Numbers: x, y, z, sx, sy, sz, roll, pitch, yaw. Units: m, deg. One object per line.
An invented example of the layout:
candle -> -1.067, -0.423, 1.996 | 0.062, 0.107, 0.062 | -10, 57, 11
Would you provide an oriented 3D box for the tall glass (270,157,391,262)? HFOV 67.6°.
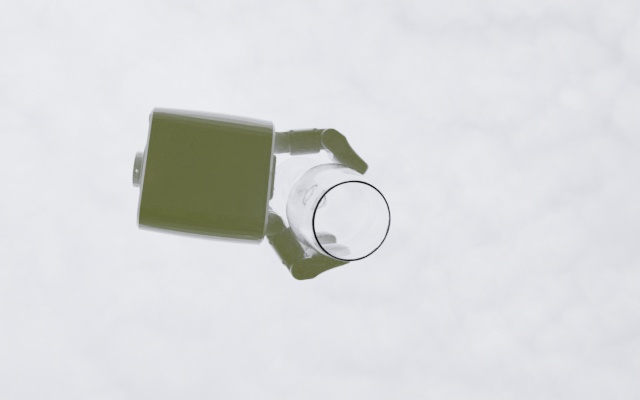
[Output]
tall glass -> 0.000, 0.001, 0.449 | 0.079, 0.079, 0.201 | 0, 8, -14
